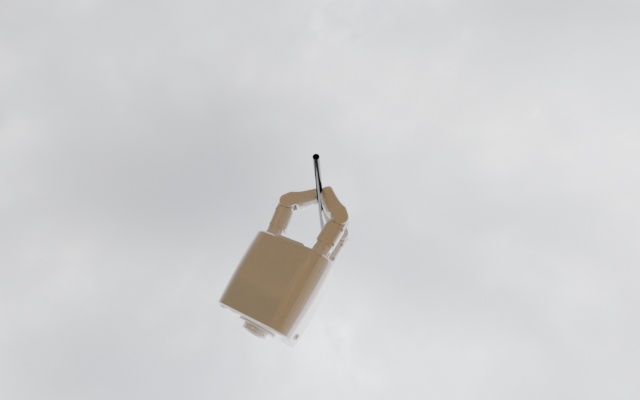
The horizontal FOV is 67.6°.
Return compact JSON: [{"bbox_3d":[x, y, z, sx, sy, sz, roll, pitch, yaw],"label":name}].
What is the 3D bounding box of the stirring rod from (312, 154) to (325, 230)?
[{"bbox_3d":[0.000,0.002,0.646,0.011,0.011,0.240,0,-25,3],"label":"stirring rod"}]
